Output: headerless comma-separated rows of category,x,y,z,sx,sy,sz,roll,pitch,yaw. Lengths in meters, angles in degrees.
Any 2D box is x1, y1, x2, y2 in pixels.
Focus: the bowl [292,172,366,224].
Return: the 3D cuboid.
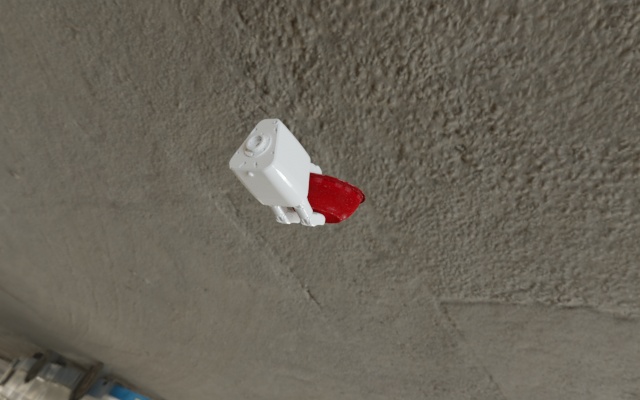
bowl,0.001,0.004,0.894,0.162,0.055,0.162,13,-16,4
